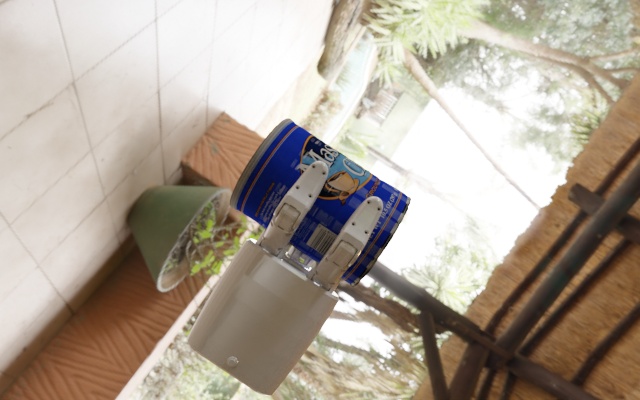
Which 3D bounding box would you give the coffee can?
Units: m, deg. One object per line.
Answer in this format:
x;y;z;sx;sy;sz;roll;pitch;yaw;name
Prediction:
0.000;0.001;0.460;0.140;0.103;0.103;33;1;2;coffee can
